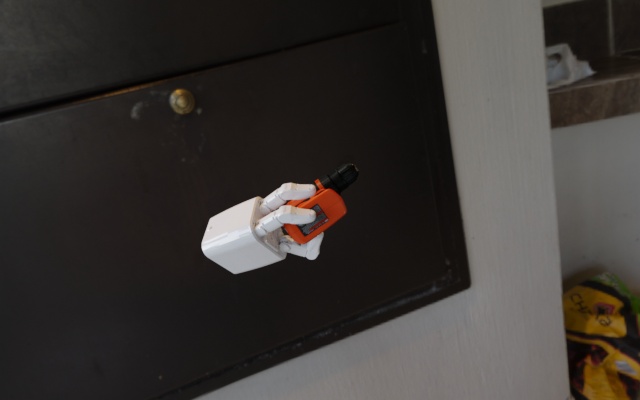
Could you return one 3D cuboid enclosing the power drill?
[{"bbox_3d":[0.000,0.003,0.864,0.184,0.057,0.187,-38,9,4],"label":"power drill"}]
